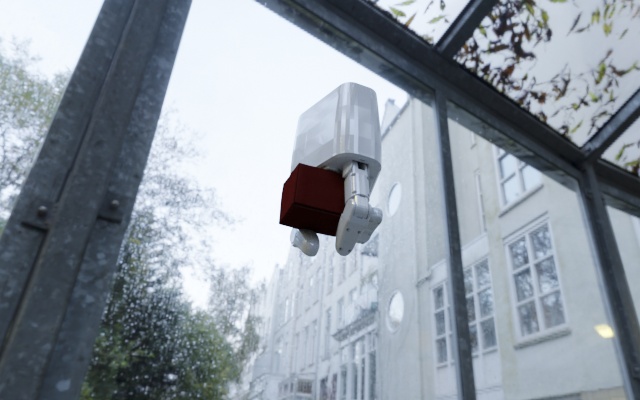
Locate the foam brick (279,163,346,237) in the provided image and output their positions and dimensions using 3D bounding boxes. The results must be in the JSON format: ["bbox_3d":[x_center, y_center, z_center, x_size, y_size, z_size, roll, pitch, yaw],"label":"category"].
[{"bbox_3d":[0.000,0.002,0.513,0.078,0.051,0.053,14,-30,-19],"label":"foam brick"}]
